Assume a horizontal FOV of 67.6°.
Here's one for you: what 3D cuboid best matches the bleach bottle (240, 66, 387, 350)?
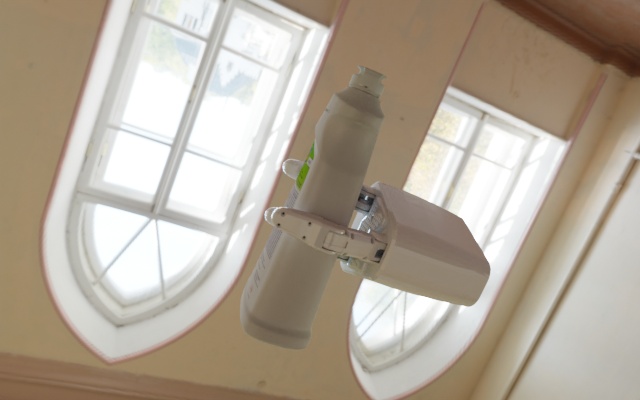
[{"bbox_3d":[0.000,0.001,0.438,0.068,0.251,0.102,20,11,-14],"label":"bleach bottle"}]
